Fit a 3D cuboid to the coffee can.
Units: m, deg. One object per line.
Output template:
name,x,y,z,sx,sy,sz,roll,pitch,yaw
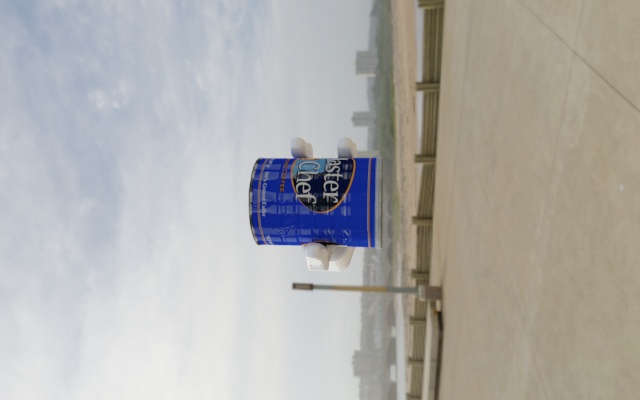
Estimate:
coffee can,0.000,0.002,0.542,0.140,0.103,0.103,1,0,8
